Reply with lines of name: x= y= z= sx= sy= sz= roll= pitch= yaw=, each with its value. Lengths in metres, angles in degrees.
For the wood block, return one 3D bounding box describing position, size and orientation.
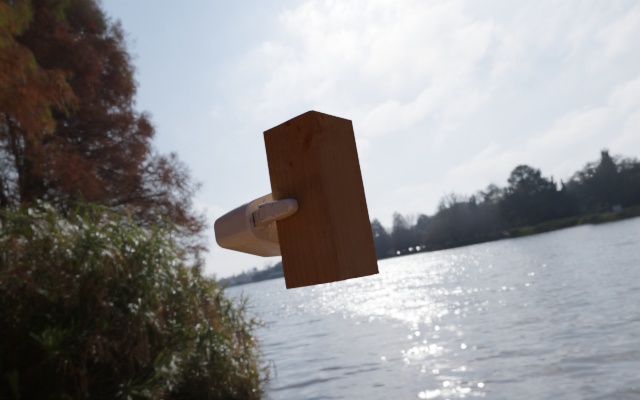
wood block: x=0.000 y=0.002 z=0.614 sx=0.090 sy=0.206 sz=0.091 roll=-16 pitch=-11 yaw=38
